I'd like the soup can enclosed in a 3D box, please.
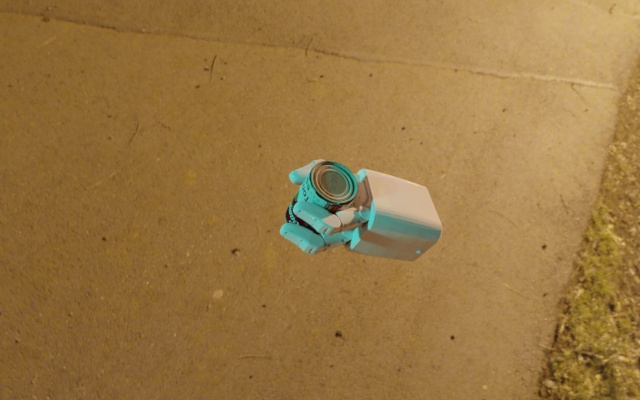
[{"bbox_3d":[0.000,0.002,0.638,0.068,0.068,0.102,0,-31,-25],"label":"soup can"}]
